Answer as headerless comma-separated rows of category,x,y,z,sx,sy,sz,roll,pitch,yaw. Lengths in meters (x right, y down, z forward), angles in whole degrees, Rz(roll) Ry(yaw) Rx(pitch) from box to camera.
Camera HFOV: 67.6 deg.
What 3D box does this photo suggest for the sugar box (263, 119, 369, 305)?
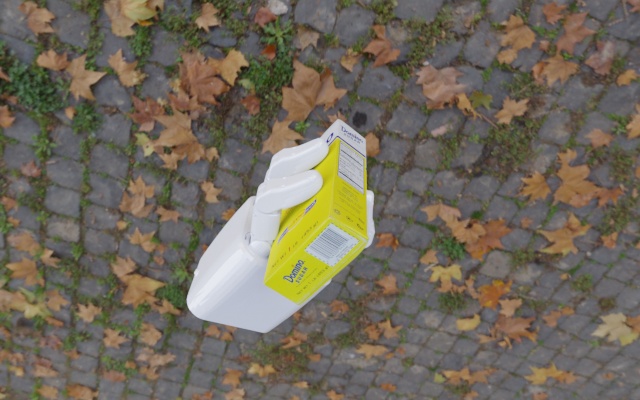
sugar box,0.000,0.001,0.447,0.048,0.093,0.176,34,29,-20
